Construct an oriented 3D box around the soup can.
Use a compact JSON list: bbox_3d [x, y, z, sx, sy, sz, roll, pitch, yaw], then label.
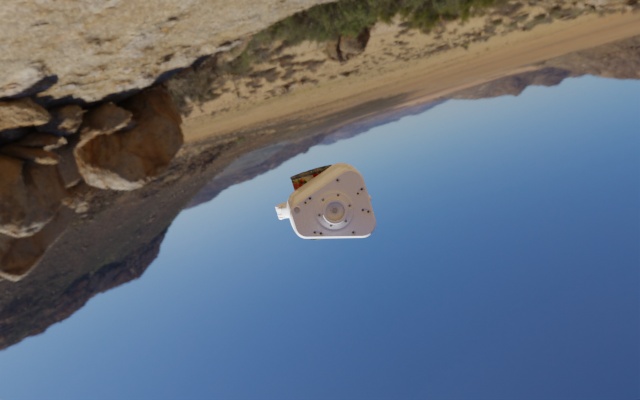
[{"bbox_3d":[0.000,0.003,0.744,0.068,0.102,0.068,-17,8,2],"label":"soup can"}]
